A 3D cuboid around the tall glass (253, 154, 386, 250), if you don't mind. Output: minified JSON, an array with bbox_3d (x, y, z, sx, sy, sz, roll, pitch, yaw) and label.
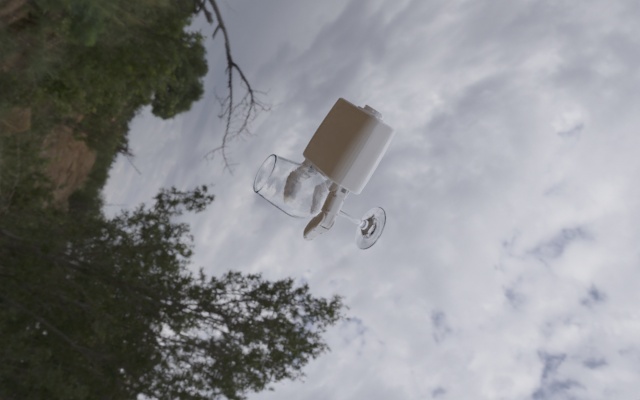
[{"bbox_3d":[0.001,0.003,0.723,0.201,0.079,0.079,27,-12,-24],"label":"tall glass"}]
